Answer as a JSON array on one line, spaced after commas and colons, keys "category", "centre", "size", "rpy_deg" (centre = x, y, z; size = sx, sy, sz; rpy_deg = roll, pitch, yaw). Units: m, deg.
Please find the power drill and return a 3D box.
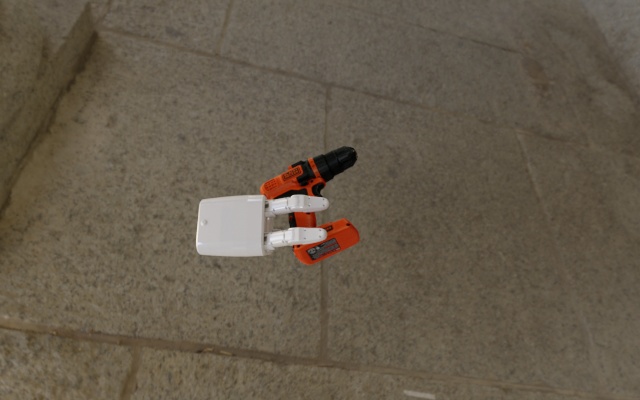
[{"category": "power drill", "centre": [0.000, 0.003, 0.804], "size": [0.184, 0.187, 0.057], "rpy_deg": [-27, -42, 5]}]
